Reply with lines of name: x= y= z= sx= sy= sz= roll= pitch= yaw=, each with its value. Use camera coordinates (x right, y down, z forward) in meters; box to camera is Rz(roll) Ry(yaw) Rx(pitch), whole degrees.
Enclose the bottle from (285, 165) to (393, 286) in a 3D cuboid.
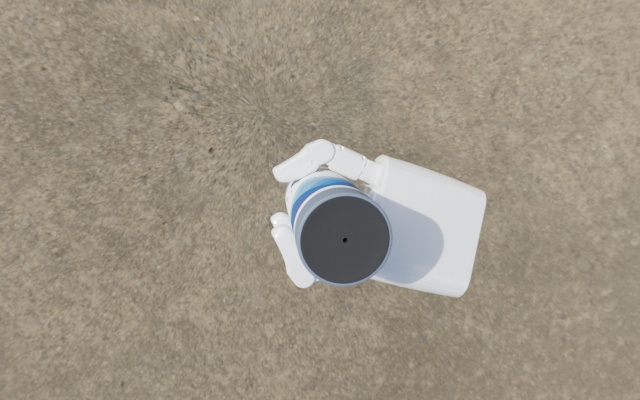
bottle: x=0.000 y=0.002 z=0.468 sx=0.069 sy=0.069 sz=0.295 roll=0 pitch=10 yaw=-7
